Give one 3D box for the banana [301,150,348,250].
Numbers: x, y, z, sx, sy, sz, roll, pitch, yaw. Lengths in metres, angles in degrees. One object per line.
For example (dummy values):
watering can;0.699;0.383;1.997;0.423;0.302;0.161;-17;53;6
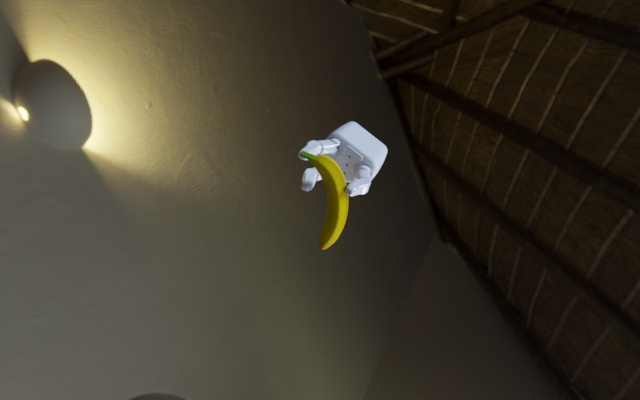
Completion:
banana;0.017;0.000;0.855;0.069;0.198;0.037;0;25;21
